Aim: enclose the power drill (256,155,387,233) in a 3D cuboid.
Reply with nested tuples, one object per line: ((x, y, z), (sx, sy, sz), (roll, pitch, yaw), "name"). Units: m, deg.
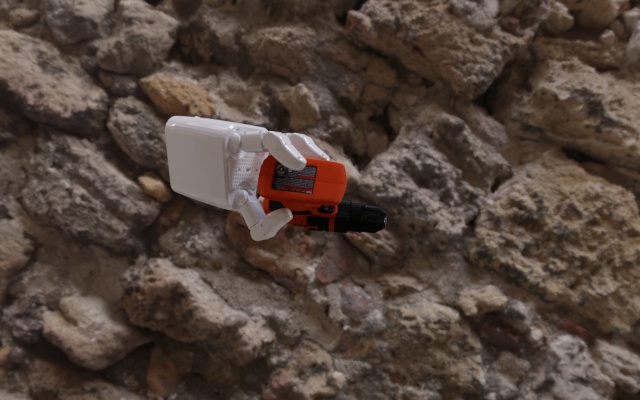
((0.000, 0.002, 0.638), (0.184, 0.057, 0.188), (5, -16, 6), "power drill")
